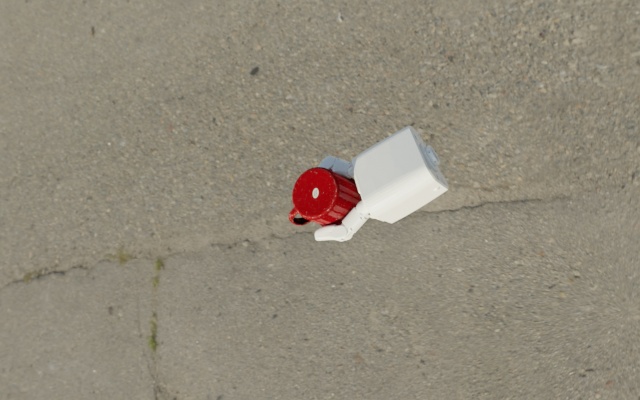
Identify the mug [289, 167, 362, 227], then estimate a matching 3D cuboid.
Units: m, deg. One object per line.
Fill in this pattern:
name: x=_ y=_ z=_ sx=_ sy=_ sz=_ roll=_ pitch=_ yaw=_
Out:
mug: x=-0.001 y=0.003 z=0.742 sx=0.117 sy=0.093 sz=0.081 roll=-31 pitch=-26 yaw=21
